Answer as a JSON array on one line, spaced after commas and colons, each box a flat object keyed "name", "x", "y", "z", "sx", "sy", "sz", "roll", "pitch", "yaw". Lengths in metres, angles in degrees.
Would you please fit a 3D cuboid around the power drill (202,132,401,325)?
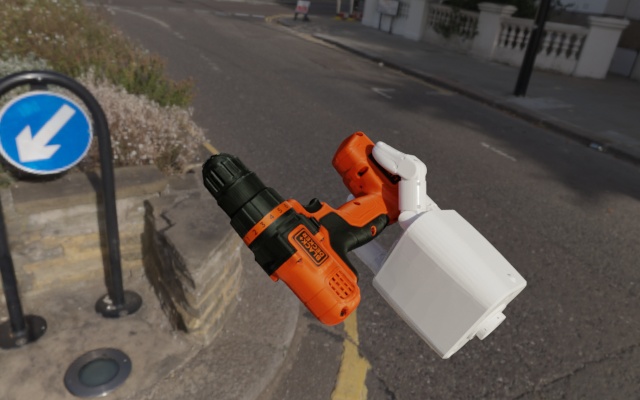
[{"name": "power drill", "x": 0.001, "y": 0.002, "z": 0.468, "sx": 0.187, "sy": 0.184, "sz": 0.057, "roll": -39, "pitch": -3, "yaw": -42}]
